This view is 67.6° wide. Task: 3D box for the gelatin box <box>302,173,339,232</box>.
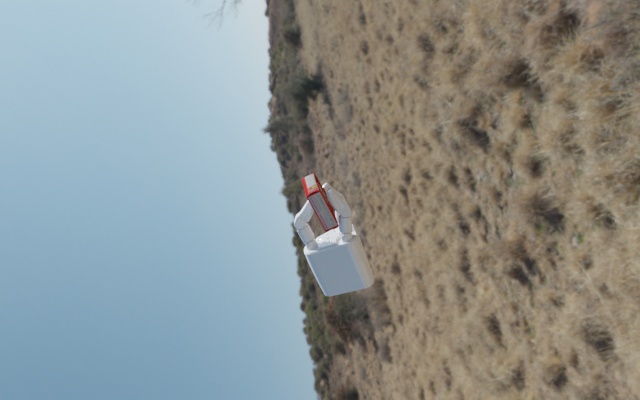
[{"bbox_3d":[0.000,0.003,0.890,0.030,0.089,0.073,-26,30,6],"label":"gelatin box"}]
